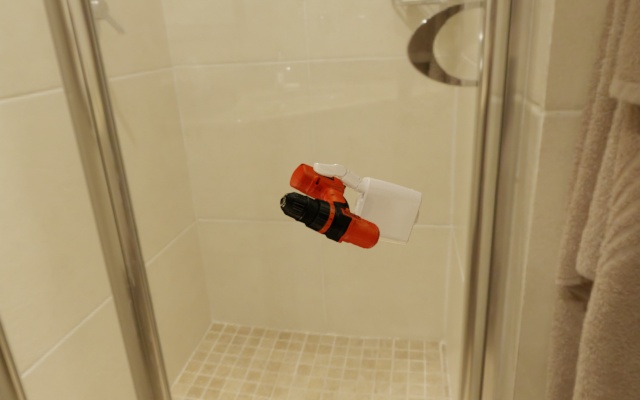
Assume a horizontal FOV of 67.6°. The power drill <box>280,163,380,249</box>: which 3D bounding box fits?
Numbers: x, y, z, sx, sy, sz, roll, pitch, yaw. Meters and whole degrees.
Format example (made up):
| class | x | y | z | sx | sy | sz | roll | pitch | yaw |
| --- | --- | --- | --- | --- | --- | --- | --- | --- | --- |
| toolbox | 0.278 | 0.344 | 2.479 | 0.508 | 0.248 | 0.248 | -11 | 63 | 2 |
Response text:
| class | x | y | z | sx | sy | sz | roll | pitch | yaw |
| --- | --- | --- | --- | --- | --- | --- | --- | --- | --- |
| power drill | 0.000 | 0.003 | 0.834 | 0.184 | 0.057 | 0.187 | 25 | 19 | -25 |
